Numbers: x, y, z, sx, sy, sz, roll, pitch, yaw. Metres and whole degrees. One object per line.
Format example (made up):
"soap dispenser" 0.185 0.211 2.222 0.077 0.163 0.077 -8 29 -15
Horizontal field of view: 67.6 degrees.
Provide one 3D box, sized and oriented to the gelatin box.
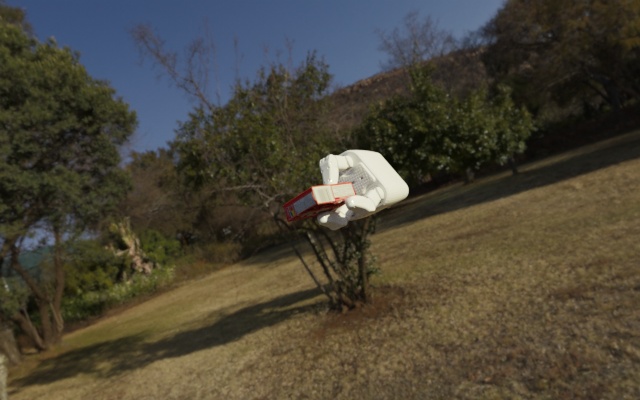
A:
"gelatin box" 0.000 0.002 0.721 0.089 0.030 0.073 -8 -16 -45
